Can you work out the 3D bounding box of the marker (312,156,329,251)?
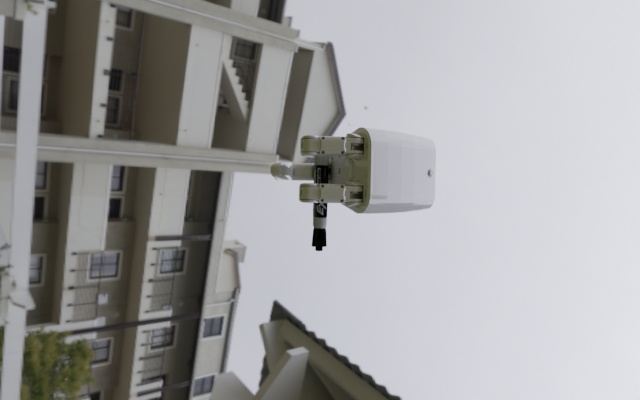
[{"bbox_3d":[0.000,0.002,0.588,0.020,0.121,0.020,2,2,0],"label":"marker"}]
